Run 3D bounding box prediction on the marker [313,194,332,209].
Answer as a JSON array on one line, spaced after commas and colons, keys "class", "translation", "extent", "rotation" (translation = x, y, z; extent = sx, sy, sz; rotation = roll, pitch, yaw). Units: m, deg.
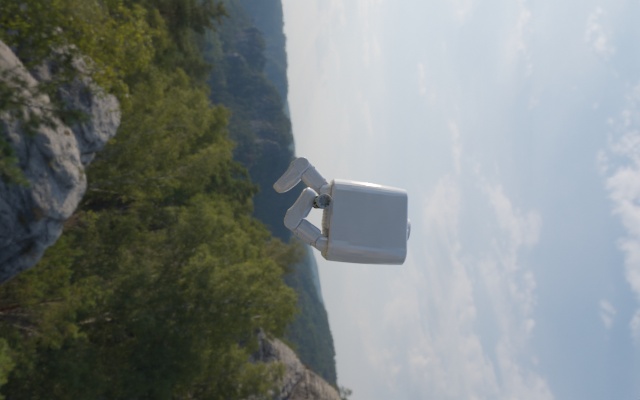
[{"class": "marker", "translation": [0.000, 0.002, 0.630], "extent": [0.020, 0.020, 0.121], "rotation": [0, -1, -5]}]
